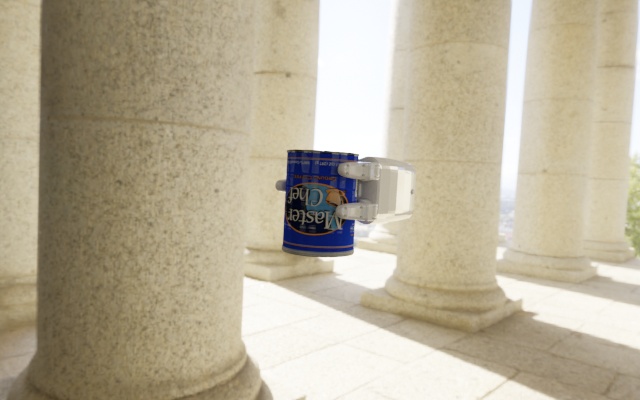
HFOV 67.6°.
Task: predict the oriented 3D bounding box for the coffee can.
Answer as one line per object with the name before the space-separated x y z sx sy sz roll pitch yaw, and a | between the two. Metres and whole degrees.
coffee can | 0.000 0.002 0.670 0.103 0.140 0.103 3 3 0
